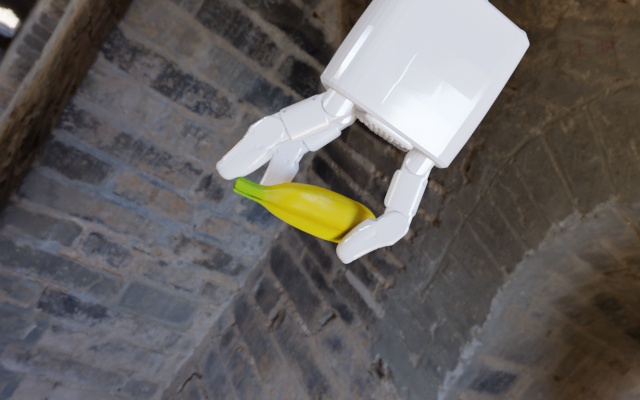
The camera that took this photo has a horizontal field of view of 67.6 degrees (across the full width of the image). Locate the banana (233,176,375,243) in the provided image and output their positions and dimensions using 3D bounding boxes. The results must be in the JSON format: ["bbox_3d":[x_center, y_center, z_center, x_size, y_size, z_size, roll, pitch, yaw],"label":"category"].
[{"bbox_3d":[0.012,0.010,0.411,0.069,0.037,0.198,36,7,29],"label":"banana"}]
